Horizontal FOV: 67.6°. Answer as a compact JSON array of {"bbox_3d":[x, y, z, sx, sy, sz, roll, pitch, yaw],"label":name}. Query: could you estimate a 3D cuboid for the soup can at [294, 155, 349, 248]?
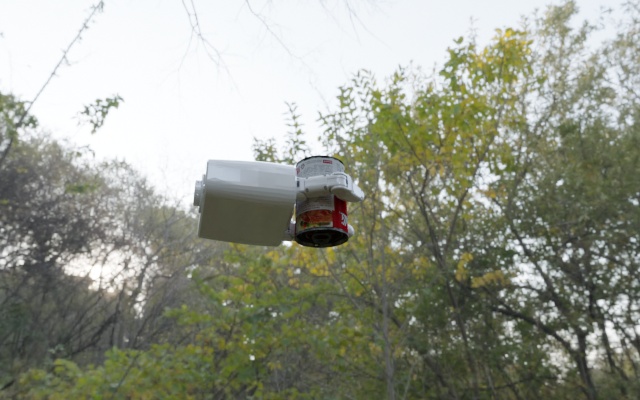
[{"bbox_3d":[0.001,0.002,0.611,0.068,0.102,0.068,-1,-25,-1],"label":"soup can"}]
